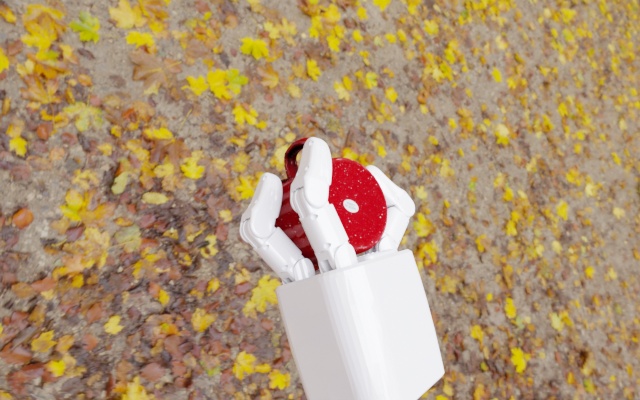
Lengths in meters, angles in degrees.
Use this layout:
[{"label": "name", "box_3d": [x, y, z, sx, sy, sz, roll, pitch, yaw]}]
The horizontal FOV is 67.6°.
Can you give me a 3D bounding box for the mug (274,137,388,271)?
[{"label": "mug", "box_3d": [0.000, 0.000, 0.416, 0.093, 0.117, 0.081, -10, -10, -38]}]
